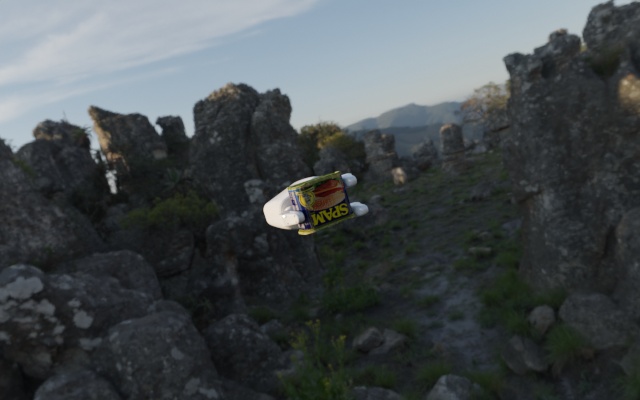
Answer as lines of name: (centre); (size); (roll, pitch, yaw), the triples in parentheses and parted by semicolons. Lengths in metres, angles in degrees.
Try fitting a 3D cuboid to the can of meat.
can of meat: (0.000, 0.002, 0.830); (0.102, 0.084, 0.057); (-19, 6, -20)
